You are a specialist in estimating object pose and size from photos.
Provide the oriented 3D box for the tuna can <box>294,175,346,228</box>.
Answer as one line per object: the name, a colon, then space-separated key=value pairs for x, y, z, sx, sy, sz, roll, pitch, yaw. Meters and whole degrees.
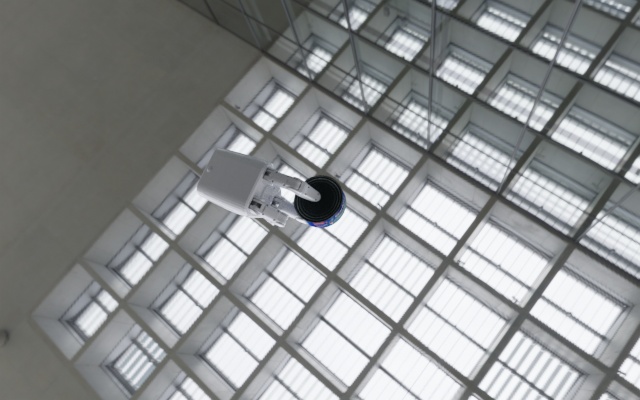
tuna can: x=0.000 y=0.003 z=0.810 sx=0.086 sy=0.086 sz=0.034 roll=0 pitch=-22 yaw=17
